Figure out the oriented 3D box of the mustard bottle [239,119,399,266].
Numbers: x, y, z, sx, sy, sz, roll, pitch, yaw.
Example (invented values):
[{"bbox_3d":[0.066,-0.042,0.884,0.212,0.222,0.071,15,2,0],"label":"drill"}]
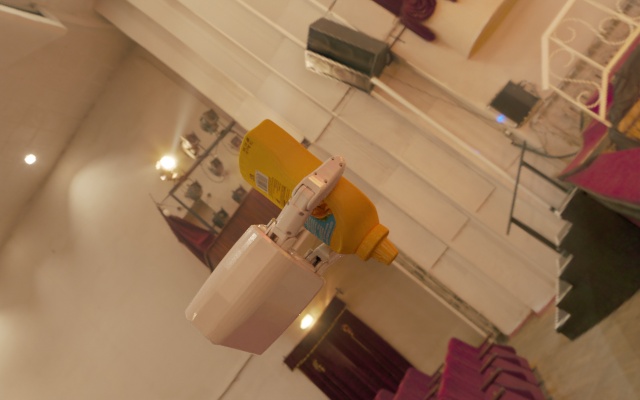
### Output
[{"bbox_3d":[0.000,0.001,0.499,0.191,0.058,0.096,39,-29,16],"label":"mustard bottle"}]
